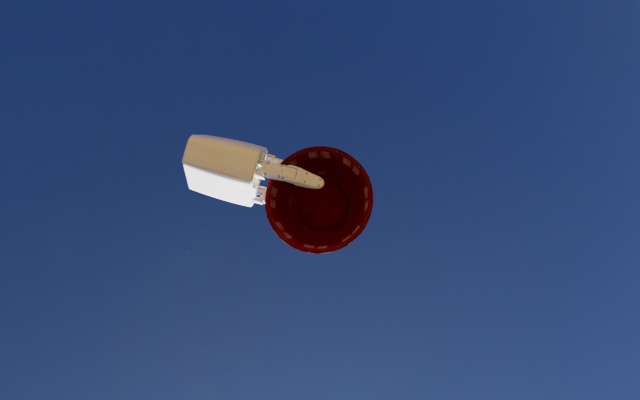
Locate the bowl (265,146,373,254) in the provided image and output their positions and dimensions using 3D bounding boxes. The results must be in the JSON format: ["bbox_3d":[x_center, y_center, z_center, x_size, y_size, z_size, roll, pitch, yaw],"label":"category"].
[{"bbox_3d":[0.001,0.003,0.725,0.162,0.162,0.055,0,-12,8],"label":"bowl"}]
